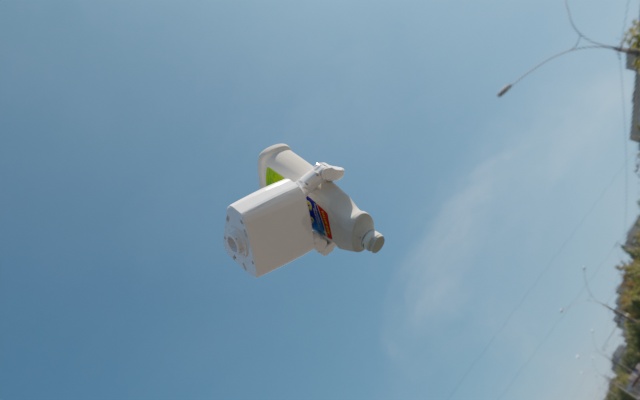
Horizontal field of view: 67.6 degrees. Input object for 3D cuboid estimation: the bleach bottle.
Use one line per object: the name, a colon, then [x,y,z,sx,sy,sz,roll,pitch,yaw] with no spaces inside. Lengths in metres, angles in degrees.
bleach bottle: [0.000,0.003,0.762,0.068,0.103,0.250,-27,44,-34]
